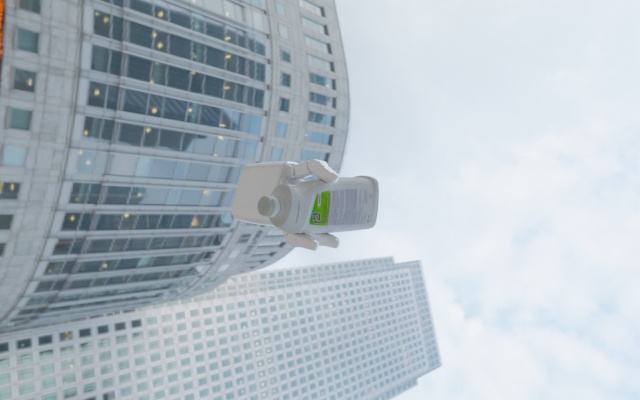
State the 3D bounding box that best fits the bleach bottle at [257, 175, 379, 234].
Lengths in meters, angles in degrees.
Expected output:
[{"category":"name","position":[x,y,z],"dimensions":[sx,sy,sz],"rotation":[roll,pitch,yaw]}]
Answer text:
[{"category":"bleach bottle","position":[0.000,0.003,0.785],"dimensions":[0.068,0.102,0.251],"rotation":[2,0,41]}]
